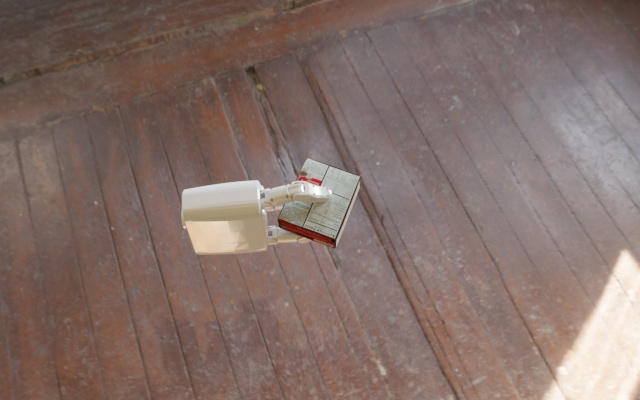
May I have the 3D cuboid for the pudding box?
[{"bbox_3d":[0.000,0.002,0.690,0.090,0.113,0.039,20,-22,8],"label":"pudding box"}]
